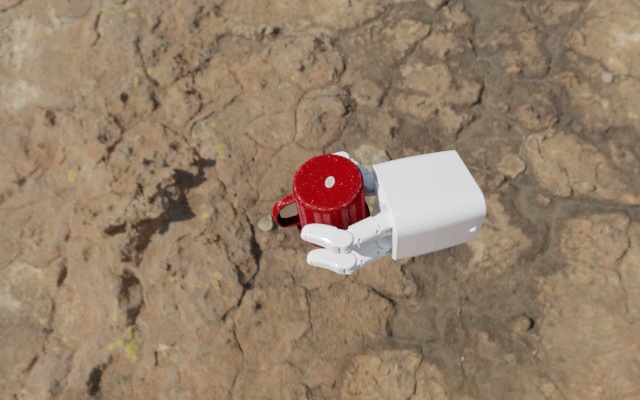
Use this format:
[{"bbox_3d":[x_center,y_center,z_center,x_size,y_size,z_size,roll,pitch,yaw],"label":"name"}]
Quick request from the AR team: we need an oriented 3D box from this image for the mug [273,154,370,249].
[{"bbox_3d":[-0.001,0.002,0.566,0.117,0.093,0.082,-13,-33,-2],"label":"mug"}]
